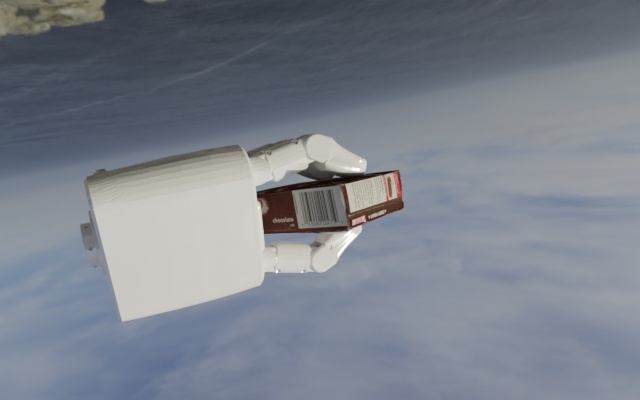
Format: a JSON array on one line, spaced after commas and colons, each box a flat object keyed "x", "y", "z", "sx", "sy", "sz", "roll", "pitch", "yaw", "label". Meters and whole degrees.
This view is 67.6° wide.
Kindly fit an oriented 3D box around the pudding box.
[{"x": 0.000, "y": 0.002, "z": 0.406, "sx": 0.113, "sy": 0.039, "sz": 0.090, "roll": -3, "pitch": 9, "yaw": 37, "label": "pudding box"}]
